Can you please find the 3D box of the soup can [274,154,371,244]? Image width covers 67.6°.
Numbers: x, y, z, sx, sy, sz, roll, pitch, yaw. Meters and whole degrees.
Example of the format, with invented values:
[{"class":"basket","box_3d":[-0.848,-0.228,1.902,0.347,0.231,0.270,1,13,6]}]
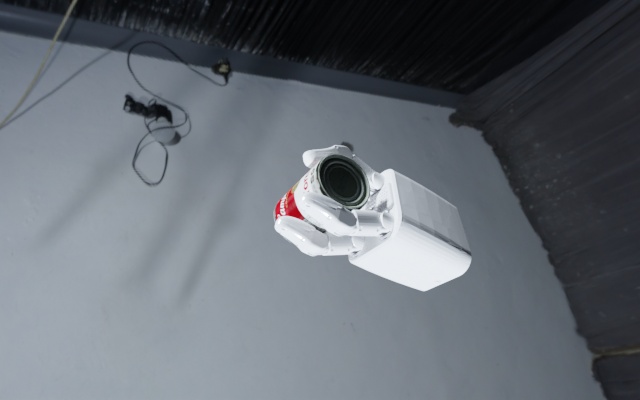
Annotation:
[{"class":"soup can","box_3d":[0.000,0.001,0.531,0.068,0.068,0.102,0,-26,-34]}]
